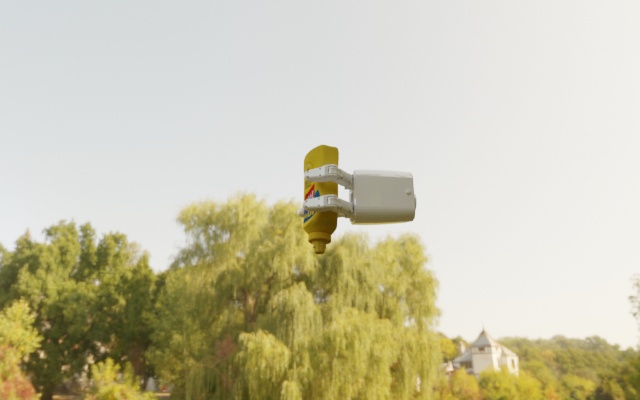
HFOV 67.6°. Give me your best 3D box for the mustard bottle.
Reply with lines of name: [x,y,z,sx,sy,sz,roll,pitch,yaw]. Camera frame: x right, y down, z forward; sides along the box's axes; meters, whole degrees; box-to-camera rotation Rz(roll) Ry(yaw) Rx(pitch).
mustard bottle: [0.000,0.003,0.862,0.058,0.191,0.096,10,-24,-22]
